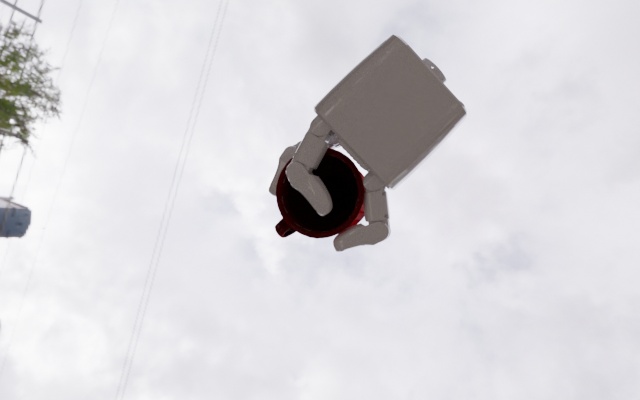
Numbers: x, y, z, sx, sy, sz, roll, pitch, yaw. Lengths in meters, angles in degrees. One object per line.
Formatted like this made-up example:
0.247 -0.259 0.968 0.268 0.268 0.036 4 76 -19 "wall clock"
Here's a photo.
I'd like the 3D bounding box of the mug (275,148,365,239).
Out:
-0.001 0.003 0.524 0.117 0.093 0.081 -42 -12 10 "mug"
